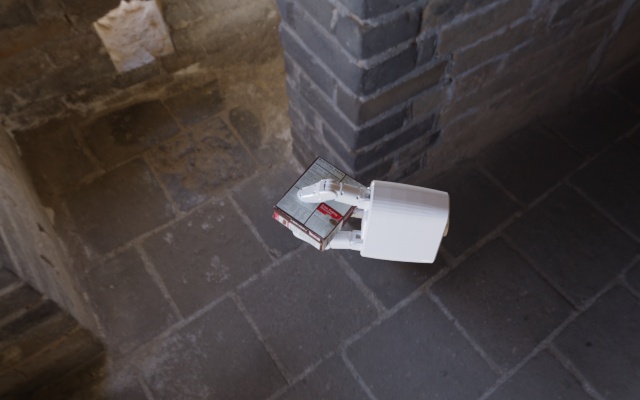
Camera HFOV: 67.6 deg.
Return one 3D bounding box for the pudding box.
[{"bbox_3d":[0.000,0.002,0.685,0.090,0.113,0.039,34,-28,13],"label":"pudding box"}]
